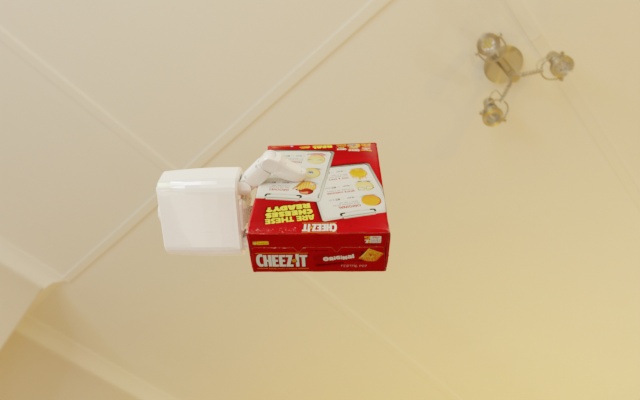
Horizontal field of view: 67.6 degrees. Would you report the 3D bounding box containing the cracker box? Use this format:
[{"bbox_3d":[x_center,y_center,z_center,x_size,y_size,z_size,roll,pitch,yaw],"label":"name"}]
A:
[{"bbox_3d":[0.000,0.002,0.636,0.164,0.072,0.213,-1,35,2],"label":"cracker box"}]
